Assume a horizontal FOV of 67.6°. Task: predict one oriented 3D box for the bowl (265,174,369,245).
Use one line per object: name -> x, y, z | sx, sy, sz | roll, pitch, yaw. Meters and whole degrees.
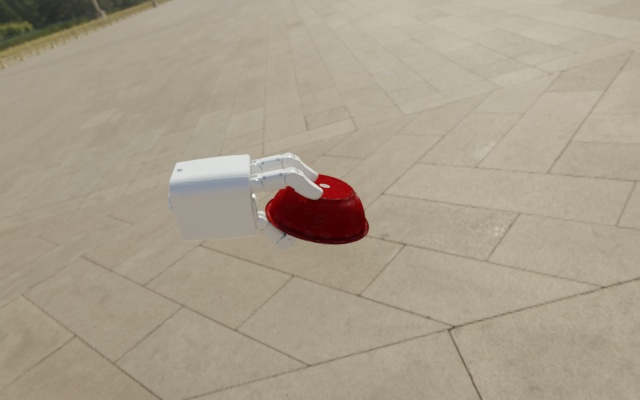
bowl -> 0.001, 0.002, 0.716 | 0.162, 0.055, 0.162 | 10, 24, -5
